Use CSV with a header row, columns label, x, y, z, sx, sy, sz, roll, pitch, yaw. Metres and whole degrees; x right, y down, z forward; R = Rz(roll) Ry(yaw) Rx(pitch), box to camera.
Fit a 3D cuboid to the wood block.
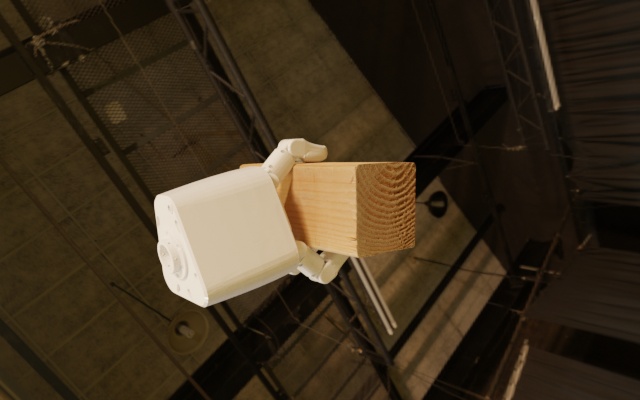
label,x,y,z,sx,sy,sz,roll,pitch,yaw
wood block,0.000,0.002,0.547,0.090,0.091,0.206,-5,7,-40
